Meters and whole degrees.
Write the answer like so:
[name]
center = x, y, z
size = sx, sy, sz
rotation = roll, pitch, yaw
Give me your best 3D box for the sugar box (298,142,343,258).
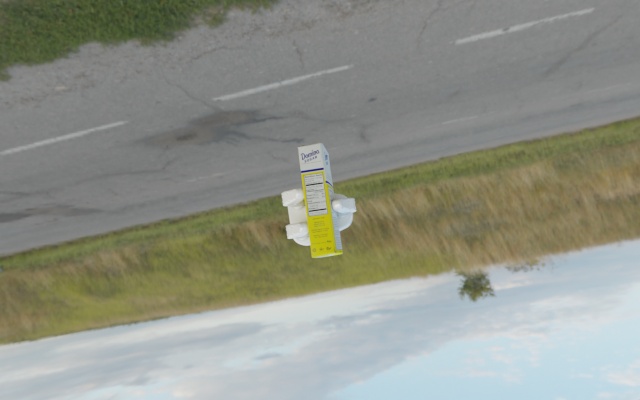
[sugar box]
center = 0.000, 0.003, 0.775
size = 0.048, 0.176, 0.093
rotation = -11, -8, 7
